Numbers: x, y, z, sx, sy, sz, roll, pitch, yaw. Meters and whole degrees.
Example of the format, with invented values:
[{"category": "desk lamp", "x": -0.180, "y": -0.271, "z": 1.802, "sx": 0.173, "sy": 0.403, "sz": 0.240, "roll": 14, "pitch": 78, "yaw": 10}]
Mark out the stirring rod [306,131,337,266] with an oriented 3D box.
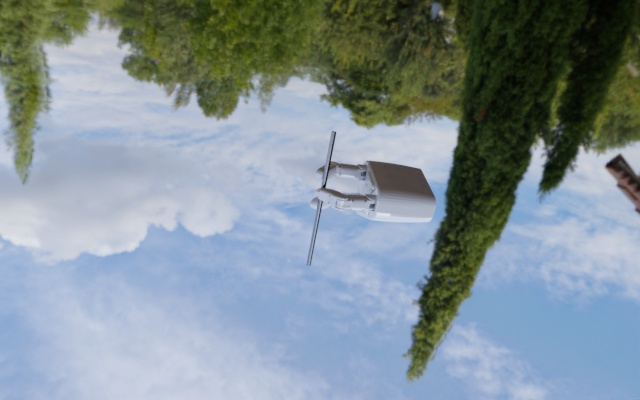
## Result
[{"category": "stirring rod", "x": 0.000, "y": 0.003, "z": 0.791, "sx": 0.011, "sy": 0.240, "sz": 0.011, "roll": 9, "pitch": 22, "yaw": -4}]
